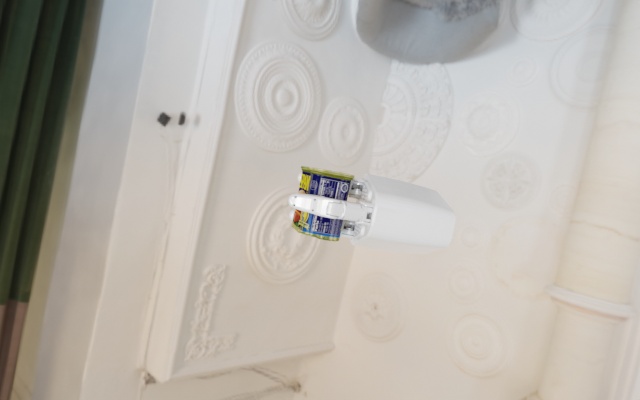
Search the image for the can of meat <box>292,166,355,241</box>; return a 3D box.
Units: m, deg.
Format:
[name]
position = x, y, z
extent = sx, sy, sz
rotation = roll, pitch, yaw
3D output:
[can of meat]
position = 0.000, 0.002, 0.617
extent = 0.057, 0.084, 0.102
rotation = 10, 3, -12
